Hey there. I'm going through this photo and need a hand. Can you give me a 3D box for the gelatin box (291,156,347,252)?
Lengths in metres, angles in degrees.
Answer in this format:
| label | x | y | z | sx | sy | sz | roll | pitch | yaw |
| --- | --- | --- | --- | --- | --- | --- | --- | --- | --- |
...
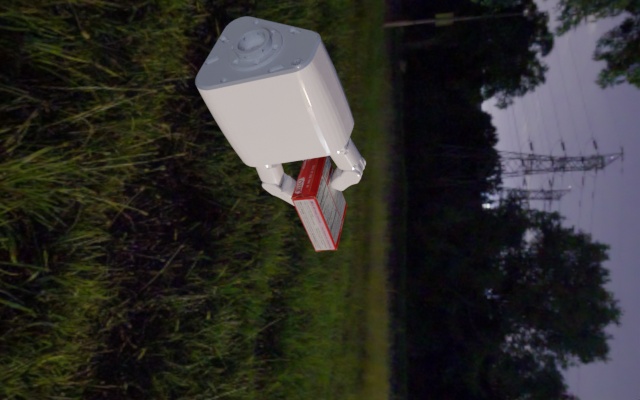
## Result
| label | x | y | z | sx | sy | sz | roll | pitch | yaw |
| --- | --- | --- | --- | --- | --- | --- | --- | --- | --- |
| gelatin box | 0.001 | 0.002 | 0.541 | 0.030 | 0.073 | 0.089 | -5 | -47 | 20 |
